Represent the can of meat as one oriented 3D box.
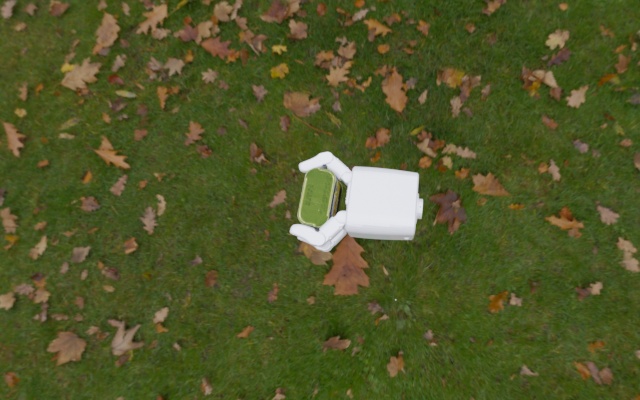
[{"bbox_3d":[0.000,0.002,0.796,0.057,0.102,0.084,8,-10,10],"label":"can of meat"}]
